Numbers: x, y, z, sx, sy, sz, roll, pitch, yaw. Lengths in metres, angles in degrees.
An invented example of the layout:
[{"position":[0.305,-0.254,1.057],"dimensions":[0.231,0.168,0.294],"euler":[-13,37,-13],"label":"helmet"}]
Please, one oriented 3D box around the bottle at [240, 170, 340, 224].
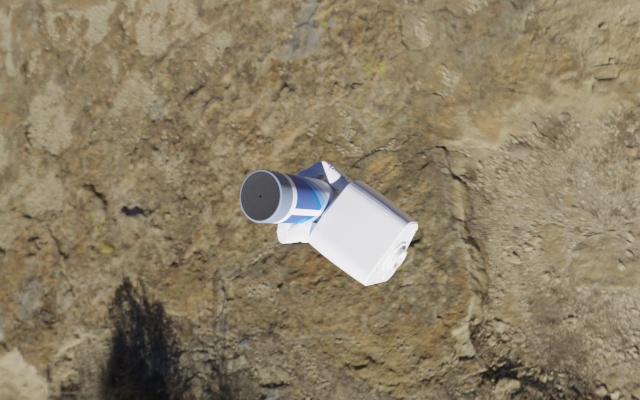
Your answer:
[{"position":[0.000,0.002,0.718],"dimensions":[0.069,0.069,0.296],"euler":[0,-3,31],"label":"bottle"}]
